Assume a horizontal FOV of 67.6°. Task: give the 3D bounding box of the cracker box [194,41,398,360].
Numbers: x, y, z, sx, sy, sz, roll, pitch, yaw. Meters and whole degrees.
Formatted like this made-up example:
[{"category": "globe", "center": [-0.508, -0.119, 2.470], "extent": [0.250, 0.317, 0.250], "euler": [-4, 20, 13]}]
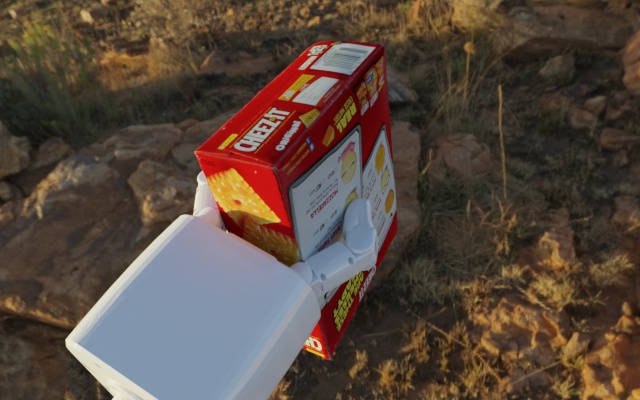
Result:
[{"category": "cracker box", "center": [0.000, 0.001, 0.401], "extent": [0.072, 0.214, 0.164], "euler": [14, 48, 26]}]
